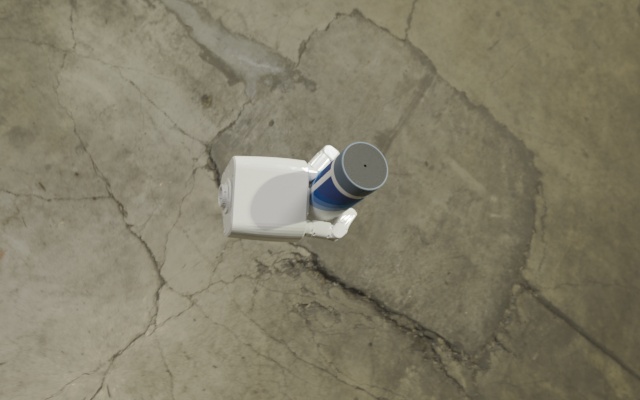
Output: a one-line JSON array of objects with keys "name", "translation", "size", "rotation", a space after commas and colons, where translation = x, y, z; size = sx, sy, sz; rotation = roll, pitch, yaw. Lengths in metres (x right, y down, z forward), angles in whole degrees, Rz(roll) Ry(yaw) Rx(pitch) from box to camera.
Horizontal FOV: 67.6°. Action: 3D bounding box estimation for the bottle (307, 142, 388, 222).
[{"name": "bottle", "translation": [0.000, 0.002, 0.727], "size": [0.069, 0.069, 0.296], "rotation": [0, -18, -24]}]
